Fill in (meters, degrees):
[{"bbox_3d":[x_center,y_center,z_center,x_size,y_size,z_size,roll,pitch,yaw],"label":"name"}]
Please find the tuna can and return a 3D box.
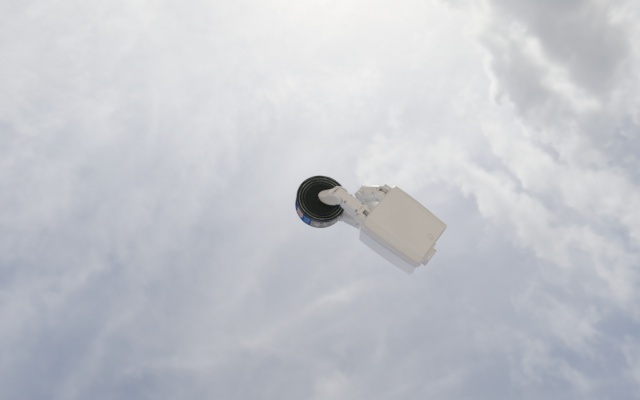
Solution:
[{"bbox_3d":[0.000,0.003,0.805,0.086,0.086,0.034,0,-26,-9],"label":"tuna can"}]
